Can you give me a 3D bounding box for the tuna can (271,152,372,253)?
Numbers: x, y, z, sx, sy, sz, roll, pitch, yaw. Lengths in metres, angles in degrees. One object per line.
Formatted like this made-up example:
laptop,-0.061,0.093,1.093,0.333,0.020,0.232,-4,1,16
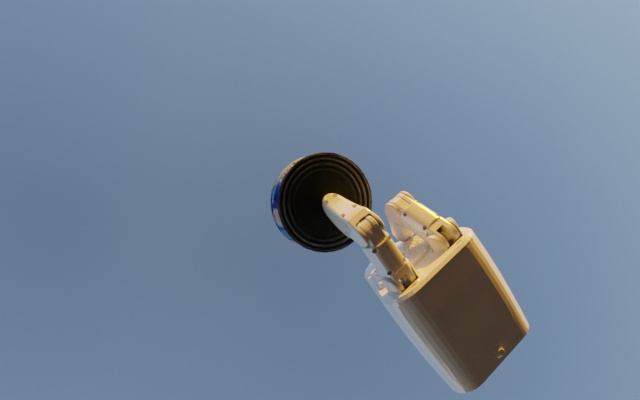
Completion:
tuna can,0.000,0.001,0.422,0.086,0.086,0.034,0,1,-20
